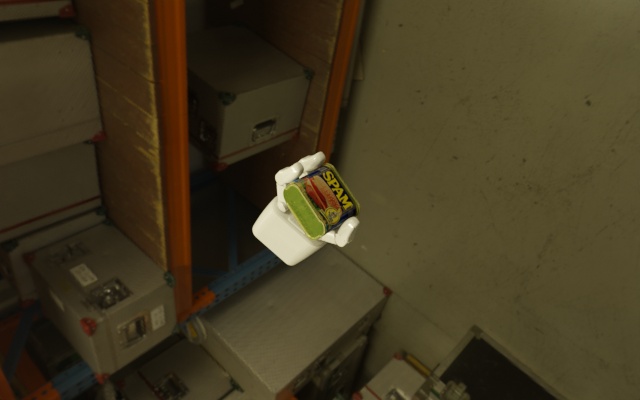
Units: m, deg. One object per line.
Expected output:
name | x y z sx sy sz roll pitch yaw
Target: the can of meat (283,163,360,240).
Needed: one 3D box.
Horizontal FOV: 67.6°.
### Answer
can of meat | 0.000 0.003 0.760 0.084 0.102 0.057 -29 -7 -39
